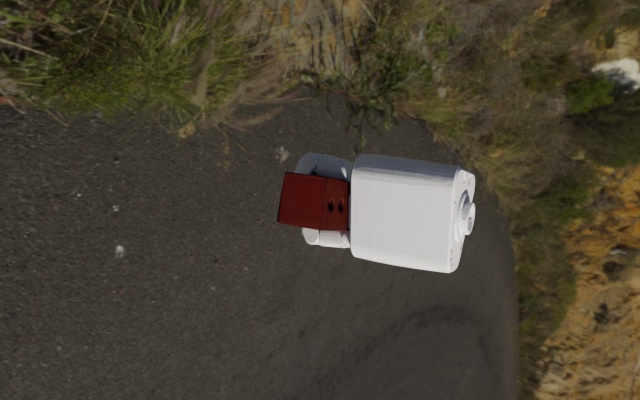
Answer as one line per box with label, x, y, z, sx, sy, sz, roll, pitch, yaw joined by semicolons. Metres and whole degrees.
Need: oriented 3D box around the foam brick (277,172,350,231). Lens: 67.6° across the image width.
foam brick;0.000;0.002;0.495;0.051;0.053;0.078;10;2;29
